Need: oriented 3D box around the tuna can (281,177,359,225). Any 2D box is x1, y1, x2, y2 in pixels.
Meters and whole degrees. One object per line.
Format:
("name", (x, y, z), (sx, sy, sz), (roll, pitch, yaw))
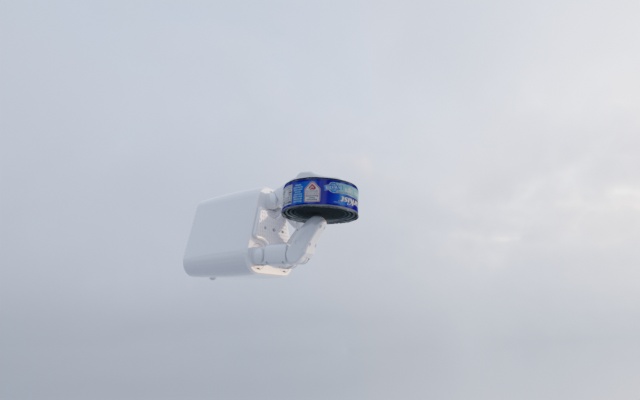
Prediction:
("tuna can", (0.000, 0.001, 0.531), (0.086, 0.033, 0.086), (2, -15, 1))
